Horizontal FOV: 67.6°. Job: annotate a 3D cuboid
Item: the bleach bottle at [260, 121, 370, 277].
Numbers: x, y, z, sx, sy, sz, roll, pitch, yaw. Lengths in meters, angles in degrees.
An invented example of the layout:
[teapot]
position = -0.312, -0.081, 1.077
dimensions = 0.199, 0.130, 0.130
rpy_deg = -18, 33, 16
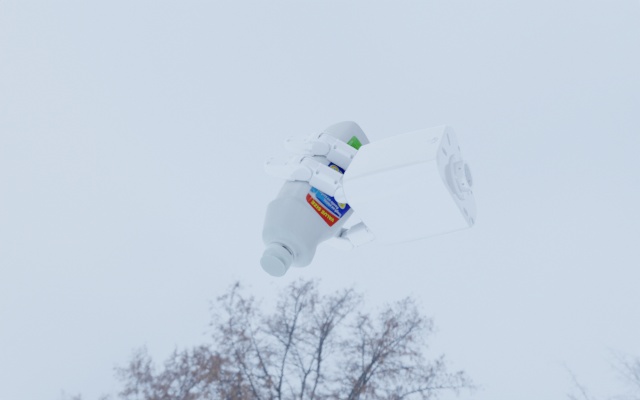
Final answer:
[bleach bottle]
position = 0.000, 0.002, 0.569
dimensions = 0.068, 0.103, 0.250
rpy_deg = -14, 27, 32
